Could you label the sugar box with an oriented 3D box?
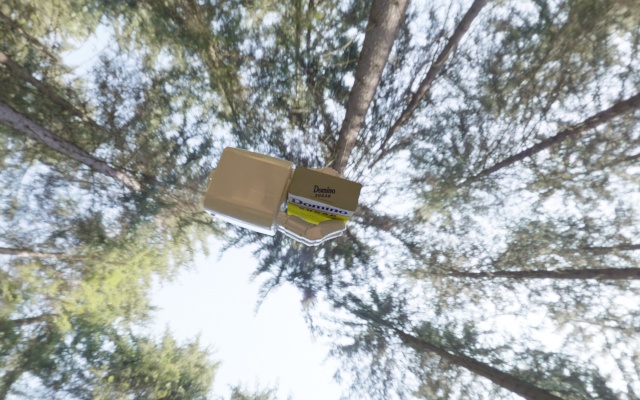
[{"bbox_3d":[0.000,0.003,0.699,0.093,0.048,0.176,16,-10,0],"label":"sugar box"}]
